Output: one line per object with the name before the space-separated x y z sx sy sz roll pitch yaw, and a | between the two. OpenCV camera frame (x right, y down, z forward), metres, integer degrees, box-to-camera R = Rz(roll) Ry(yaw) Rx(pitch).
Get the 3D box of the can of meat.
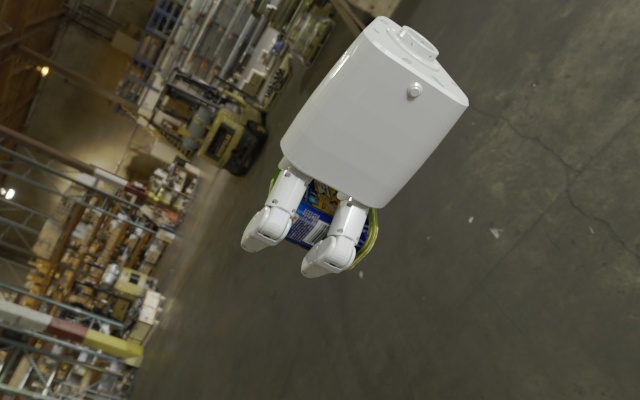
can of meat | 0.000 0.001 0.430 0.084 0.102 0.057 27 -53 -20
